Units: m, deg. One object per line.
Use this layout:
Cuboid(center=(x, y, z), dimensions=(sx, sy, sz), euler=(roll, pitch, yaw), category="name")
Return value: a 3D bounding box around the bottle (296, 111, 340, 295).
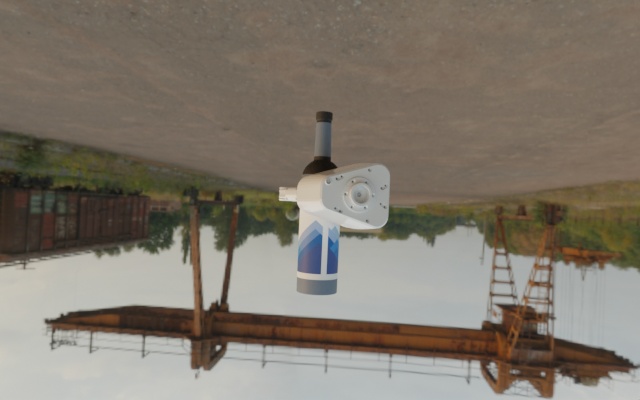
Cuboid(center=(0.000, 0.003, 0.784), dimensions=(0.069, 0.295, 0.069), euler=(3, -1, 0), category="bottle")
